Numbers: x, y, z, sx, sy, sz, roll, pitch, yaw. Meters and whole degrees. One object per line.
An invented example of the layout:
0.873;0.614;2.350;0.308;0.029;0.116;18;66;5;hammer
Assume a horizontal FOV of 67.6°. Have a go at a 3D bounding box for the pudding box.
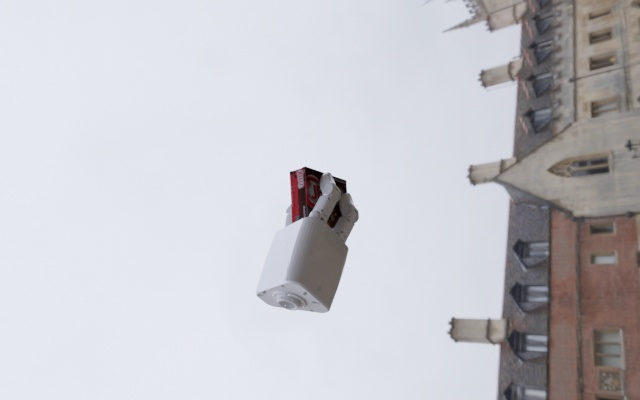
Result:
0.000;0.003;0.763;0.039;0.090;0.113;-12;-17;34;pudding box
